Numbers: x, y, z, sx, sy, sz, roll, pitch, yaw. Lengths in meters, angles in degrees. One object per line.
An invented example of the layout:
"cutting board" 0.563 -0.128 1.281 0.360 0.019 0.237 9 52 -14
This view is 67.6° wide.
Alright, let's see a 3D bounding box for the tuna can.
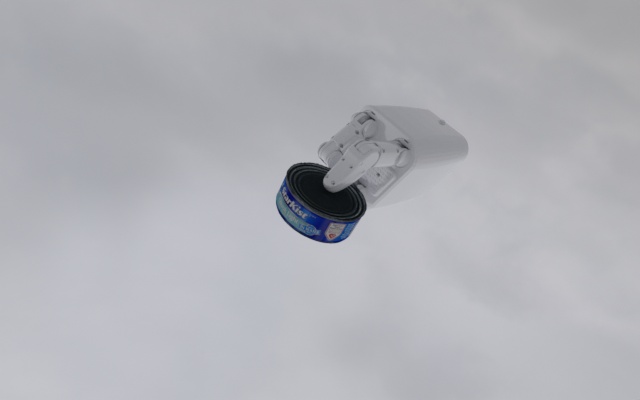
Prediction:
"tuna can" 0.000 0.002 0.470 0.086 0.034 0.086 20 33 -14
